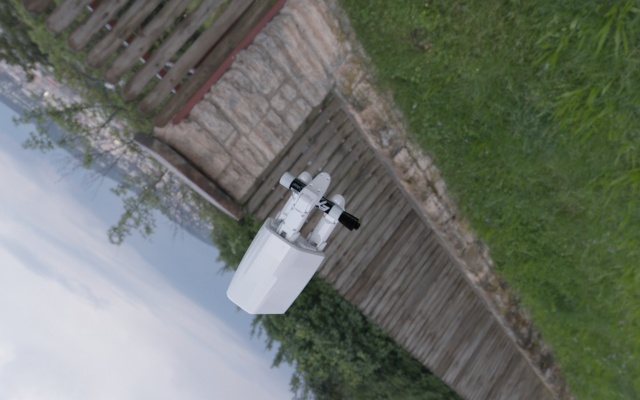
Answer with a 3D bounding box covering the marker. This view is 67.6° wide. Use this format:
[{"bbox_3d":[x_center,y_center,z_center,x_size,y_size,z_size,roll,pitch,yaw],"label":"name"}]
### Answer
[{"bbox_3d":[0.000,0.002,0.626,0.121,0.020,0.020,34,7,11],"label":"marker"}]
